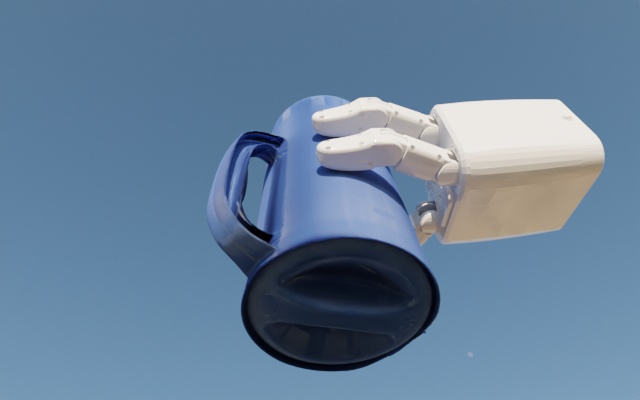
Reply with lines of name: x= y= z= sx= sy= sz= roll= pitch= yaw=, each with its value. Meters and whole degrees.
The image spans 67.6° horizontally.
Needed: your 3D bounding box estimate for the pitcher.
pitcher: x=0.000 y=0.001 z=0.404 sx=0.145 sy=0.149 sz=0.242 roll=-7 pitch=37 yaw=1
